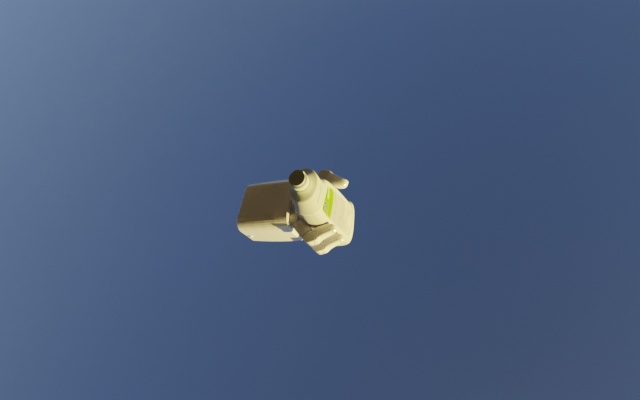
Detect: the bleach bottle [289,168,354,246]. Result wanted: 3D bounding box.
[{"bbox_3d":[0.000,0.003,0.874,0.068,0.102,0.251,-4,-23,17],"label":"bleach bottle"}]
